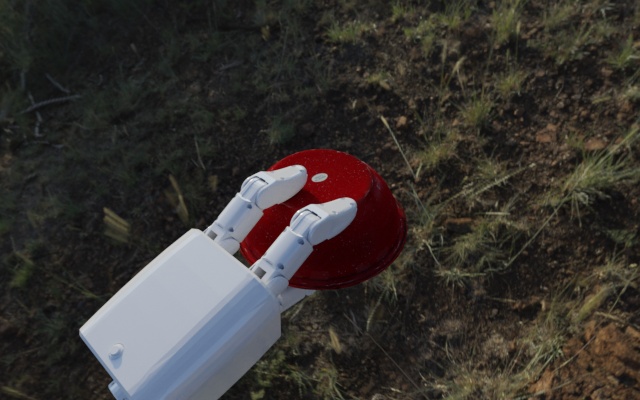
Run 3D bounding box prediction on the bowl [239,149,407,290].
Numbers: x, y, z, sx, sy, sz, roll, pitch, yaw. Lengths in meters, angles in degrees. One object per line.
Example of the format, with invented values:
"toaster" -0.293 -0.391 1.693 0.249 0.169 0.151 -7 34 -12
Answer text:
"bowl" 0.001 0.000 0.434 0.162 0.055 0.162 -1 41 1
